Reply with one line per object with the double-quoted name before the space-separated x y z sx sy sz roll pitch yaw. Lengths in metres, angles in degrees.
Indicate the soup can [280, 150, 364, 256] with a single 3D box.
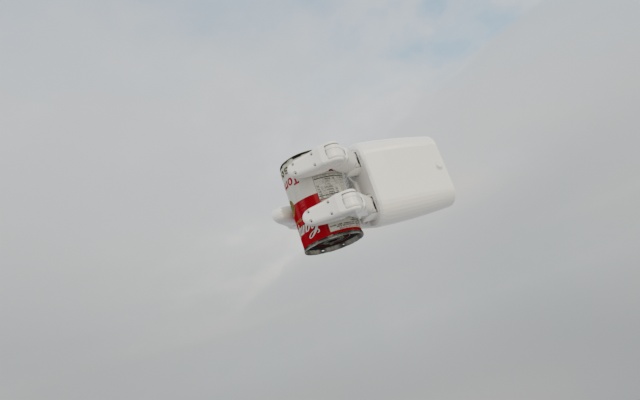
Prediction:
"soup can" 0.000 0.002 0.531 0.068 0.102 0.068 -17 -16 -5
